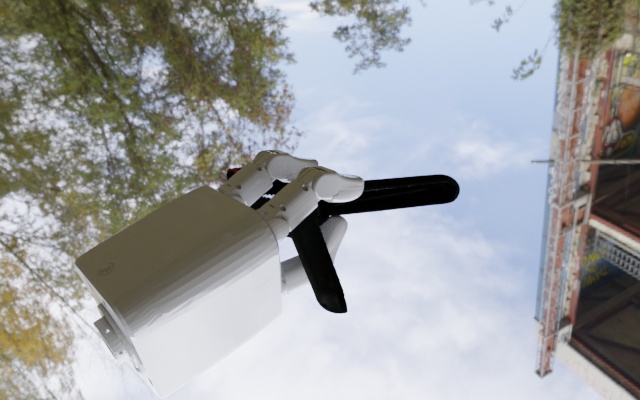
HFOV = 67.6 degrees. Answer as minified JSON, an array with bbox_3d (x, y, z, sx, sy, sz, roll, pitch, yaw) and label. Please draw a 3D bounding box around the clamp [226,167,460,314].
[{"bbox_3d":[0.000,0.002,0.412,0.164,0.036,0.210,-32,37,-31],"label":"clamp"}]
